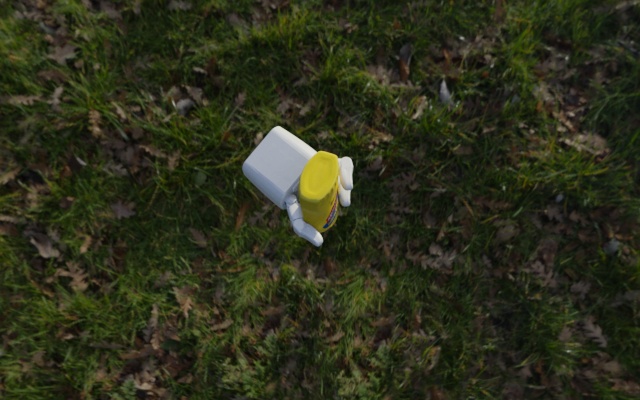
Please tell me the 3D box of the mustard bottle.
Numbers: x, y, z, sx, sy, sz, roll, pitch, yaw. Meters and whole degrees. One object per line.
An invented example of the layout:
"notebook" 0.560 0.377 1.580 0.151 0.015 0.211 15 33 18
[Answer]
"mustard bottle" 0.000 0.003 0.833 0.058 0.096 0.192 16 -25 9
